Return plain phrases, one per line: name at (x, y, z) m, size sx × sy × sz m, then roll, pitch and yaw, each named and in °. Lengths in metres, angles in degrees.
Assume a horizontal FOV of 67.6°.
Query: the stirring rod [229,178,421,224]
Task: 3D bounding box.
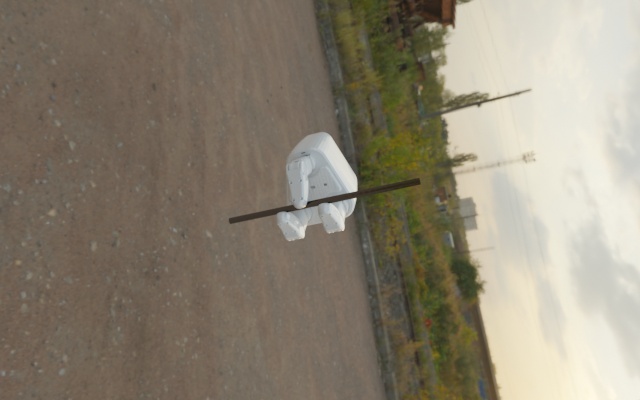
stirring rod at (0.000, 0.002, 0.577) m, size 0.239 × 0.011 × 0.011 m, roll -12°, pitch -3°, yaw 13°
